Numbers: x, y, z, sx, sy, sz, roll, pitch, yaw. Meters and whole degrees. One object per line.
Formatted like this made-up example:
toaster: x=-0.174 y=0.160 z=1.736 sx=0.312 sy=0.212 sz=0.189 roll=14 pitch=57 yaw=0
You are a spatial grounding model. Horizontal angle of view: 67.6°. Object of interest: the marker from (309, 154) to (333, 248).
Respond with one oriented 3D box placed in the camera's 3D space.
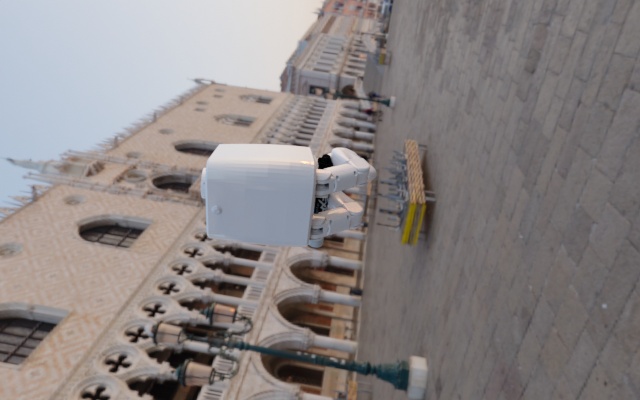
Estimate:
marker: x=0.000 y=0.002 z=0.554 sx=0.020 sy=0.121 sz=0.020 roll=5 pitch=33 yaw=-3
